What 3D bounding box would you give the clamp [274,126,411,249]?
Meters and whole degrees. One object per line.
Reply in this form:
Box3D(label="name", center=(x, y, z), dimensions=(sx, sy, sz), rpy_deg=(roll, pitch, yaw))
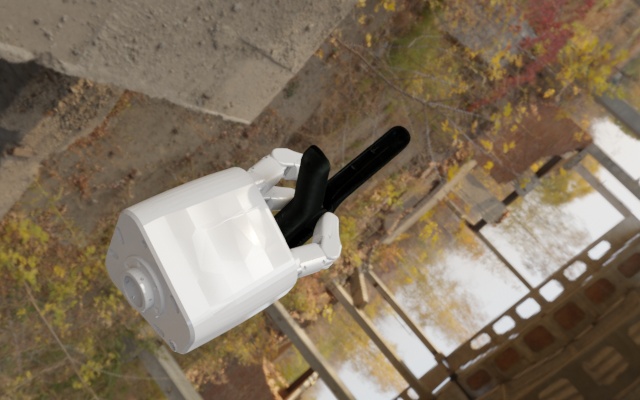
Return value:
Box3D(label="clamp", center=(0.000, 0.003, 0.495), dimensions=(0.164, 0.036, 0.210), rpy_deg=(-24, -21, -45))
